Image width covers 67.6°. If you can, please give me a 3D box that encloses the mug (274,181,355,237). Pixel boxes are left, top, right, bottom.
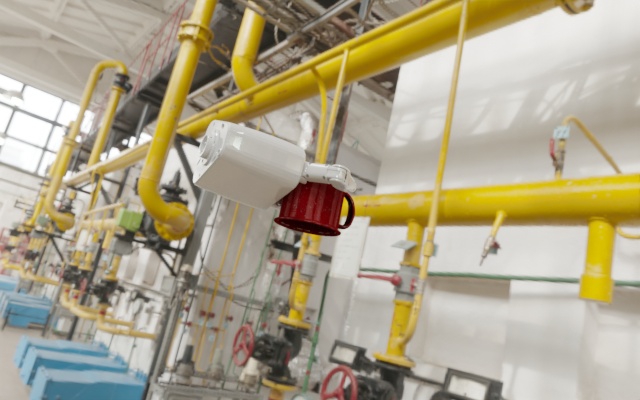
[{"bbox_3d":[0.001,0.002,0.659,0.117,0.081,0.093,19,-15,-27],"label":"mug"}]
